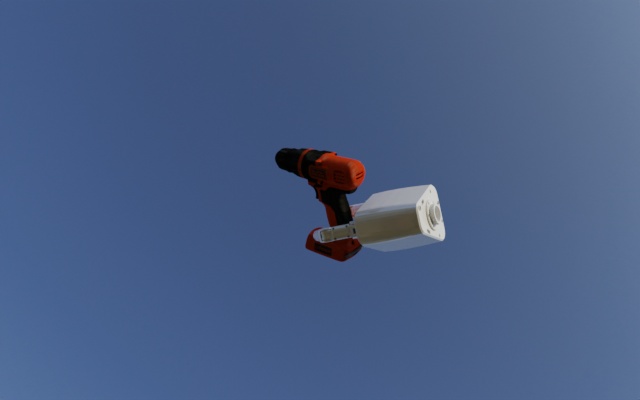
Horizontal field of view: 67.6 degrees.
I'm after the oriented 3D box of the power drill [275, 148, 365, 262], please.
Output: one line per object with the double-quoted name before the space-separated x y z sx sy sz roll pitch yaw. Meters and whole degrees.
"power drill" 0.000 0.003 0.824 0.184 0.188 0.057 17 36 41
